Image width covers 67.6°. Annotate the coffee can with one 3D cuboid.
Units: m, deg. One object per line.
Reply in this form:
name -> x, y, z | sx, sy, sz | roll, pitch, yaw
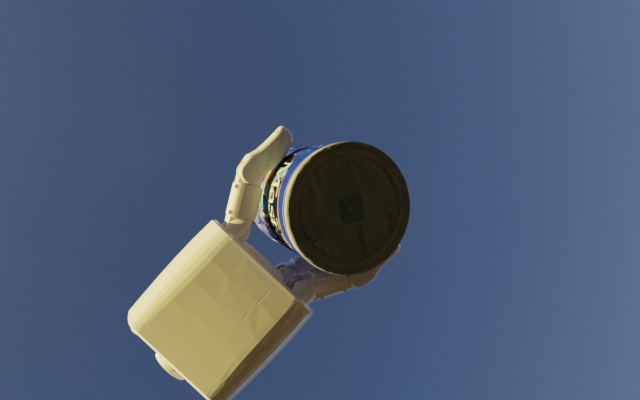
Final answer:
coffee can -> 0.000, 0.001, 0.427 | 0.103, 0.103, 0.140 | 0, 4, -20
